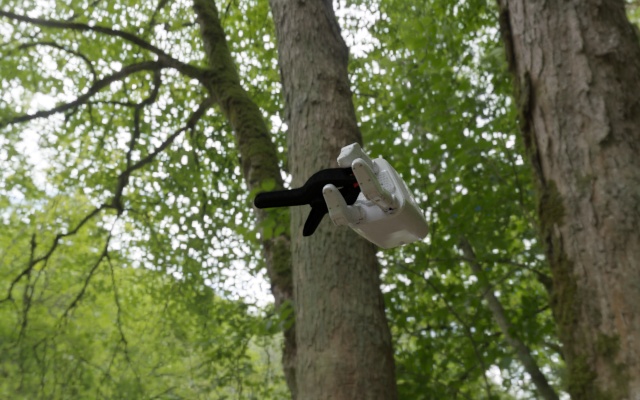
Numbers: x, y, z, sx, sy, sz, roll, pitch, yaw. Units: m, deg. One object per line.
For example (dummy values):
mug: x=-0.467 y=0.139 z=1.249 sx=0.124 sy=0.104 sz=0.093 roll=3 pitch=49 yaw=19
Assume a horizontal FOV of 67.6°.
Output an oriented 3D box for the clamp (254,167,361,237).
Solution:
clamp: x=0.000 y=0.002 z=0.714 sx=0.171 sy=0.039 sz=0.120 roll=-19 pitch=-36 yaw=27
